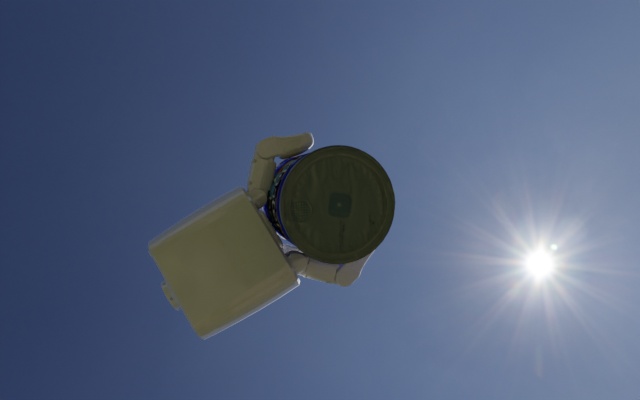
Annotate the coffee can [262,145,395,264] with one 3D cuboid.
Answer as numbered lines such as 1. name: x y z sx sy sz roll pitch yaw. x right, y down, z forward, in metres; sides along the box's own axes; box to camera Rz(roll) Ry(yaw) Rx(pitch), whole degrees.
1. coffee can: 0.000 0.001 0.475 0.103 0.103 0.140 0 2 -14
